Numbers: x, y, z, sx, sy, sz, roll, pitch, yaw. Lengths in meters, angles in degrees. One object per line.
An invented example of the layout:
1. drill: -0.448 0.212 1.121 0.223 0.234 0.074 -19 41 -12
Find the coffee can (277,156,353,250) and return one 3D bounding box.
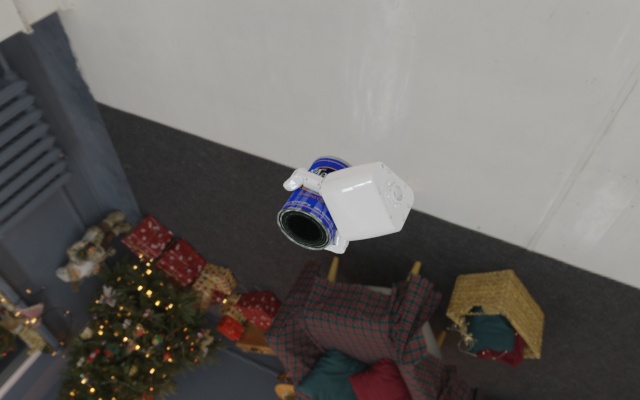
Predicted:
1. coffee can: 0.000 0.003 0.852 0.103 0.103 0.140 0 43 35
